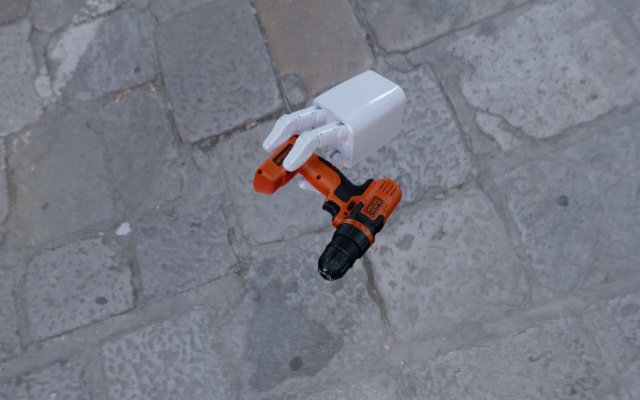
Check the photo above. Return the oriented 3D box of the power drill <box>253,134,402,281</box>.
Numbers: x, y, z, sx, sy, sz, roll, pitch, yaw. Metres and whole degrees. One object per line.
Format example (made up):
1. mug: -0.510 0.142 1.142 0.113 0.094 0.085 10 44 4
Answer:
1. power drill: 0.000 0.002 0.671 0.187 0.184 0.057 34 -34 10
